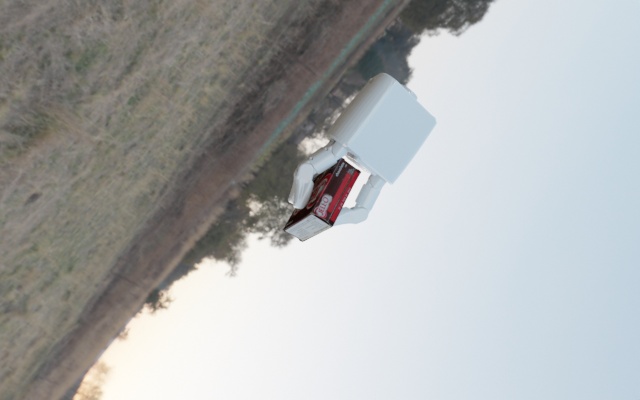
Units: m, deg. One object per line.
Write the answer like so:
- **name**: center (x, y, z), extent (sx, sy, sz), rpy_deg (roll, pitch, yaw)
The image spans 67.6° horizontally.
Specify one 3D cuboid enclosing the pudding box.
- **pudding box**: center (0.000, 0.002, 0.640), extent (0.039, 0.090, 0.113), rpy_deg (34, -25, -9)
